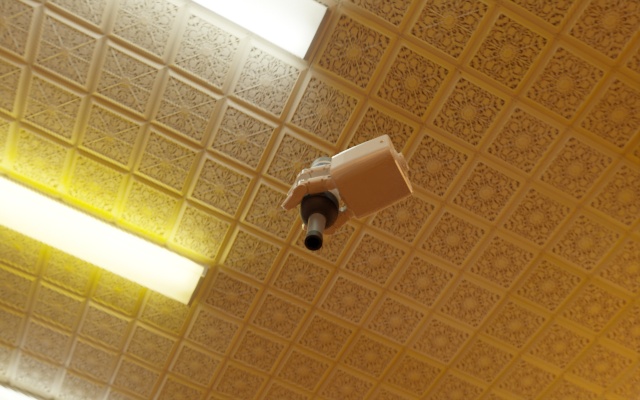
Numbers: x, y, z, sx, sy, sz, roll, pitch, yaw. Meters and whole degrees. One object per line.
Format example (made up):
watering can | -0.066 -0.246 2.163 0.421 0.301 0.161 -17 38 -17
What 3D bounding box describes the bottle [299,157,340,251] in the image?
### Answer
bottle | 0.000 0.003 0.835 0.069 0.069 0.295 0 24 5
